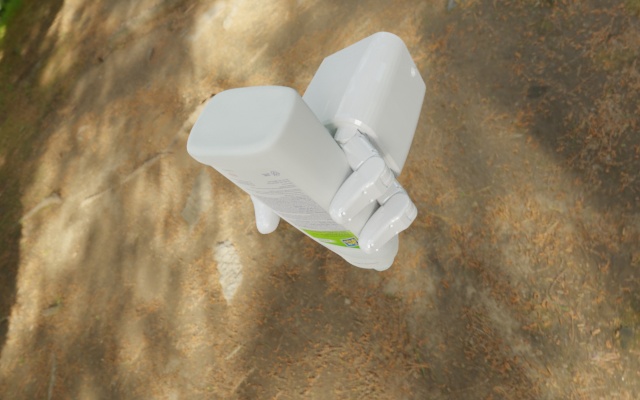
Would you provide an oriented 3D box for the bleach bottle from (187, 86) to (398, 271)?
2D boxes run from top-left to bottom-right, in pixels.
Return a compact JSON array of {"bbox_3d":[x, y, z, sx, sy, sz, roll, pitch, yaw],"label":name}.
[{"bbox_3d":[0.000,0.001,0.443,0.102,0.068,0.251,5,-27,37],"label":"bleach bottle"}]
